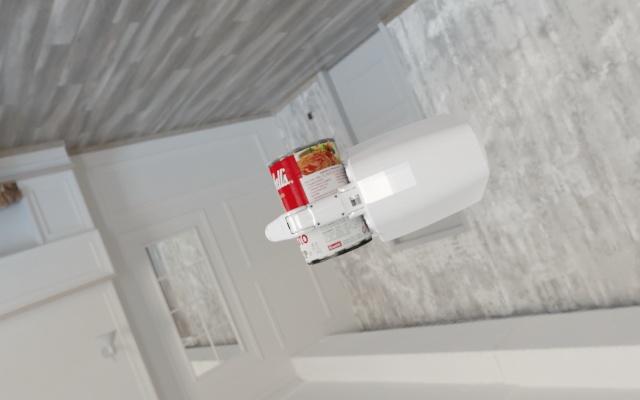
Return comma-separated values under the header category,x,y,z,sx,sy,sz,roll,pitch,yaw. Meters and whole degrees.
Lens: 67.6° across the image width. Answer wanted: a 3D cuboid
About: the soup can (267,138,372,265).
category,x,y,z,sx,sy,sz,roll,pitch,yaw
soup can,0.000,0.002,0.449,0.068,0.102,0.068,-22,-2,-1
